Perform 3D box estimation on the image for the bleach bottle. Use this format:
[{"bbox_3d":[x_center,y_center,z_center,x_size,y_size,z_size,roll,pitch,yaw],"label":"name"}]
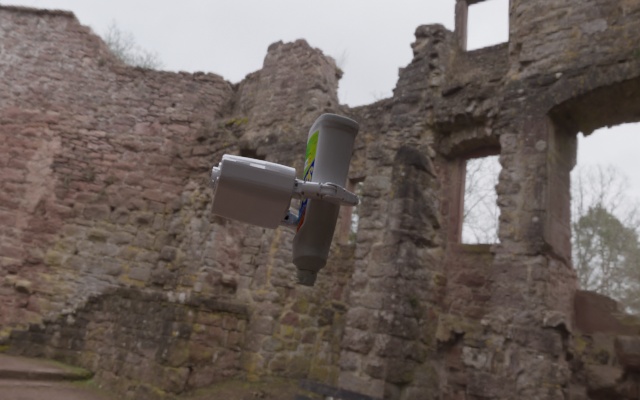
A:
[{"bbox_3d":[0.000,0.002,0.726,0.068,0.250,0.102,14,-17,-14],"label":"bleach bottle"}]
